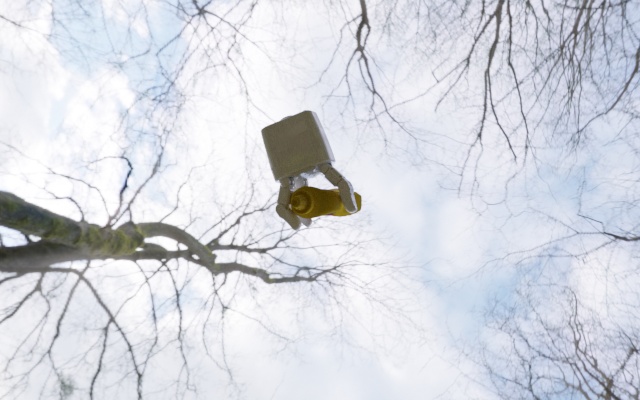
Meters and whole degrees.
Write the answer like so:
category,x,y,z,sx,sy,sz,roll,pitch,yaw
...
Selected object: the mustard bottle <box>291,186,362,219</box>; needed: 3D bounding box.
category,x,y,z,sx,sy,sz,roll,pitch,yaw
mustard bottle,0.000,0.003,0.884,0.096,0.058,0.191,3,1,26
